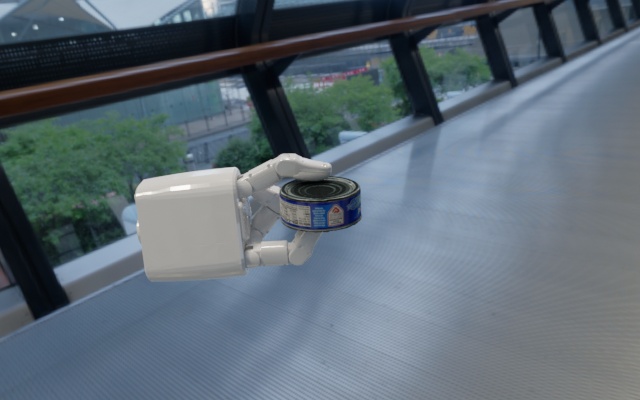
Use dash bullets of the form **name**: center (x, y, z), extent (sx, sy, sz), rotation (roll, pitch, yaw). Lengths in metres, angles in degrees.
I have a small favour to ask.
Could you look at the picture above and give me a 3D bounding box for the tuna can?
- **tuna can**: center (0.000, 0.001, 0.498), extent (0.086, 0.034, 0.086), rotation (-2, 19, 1)
